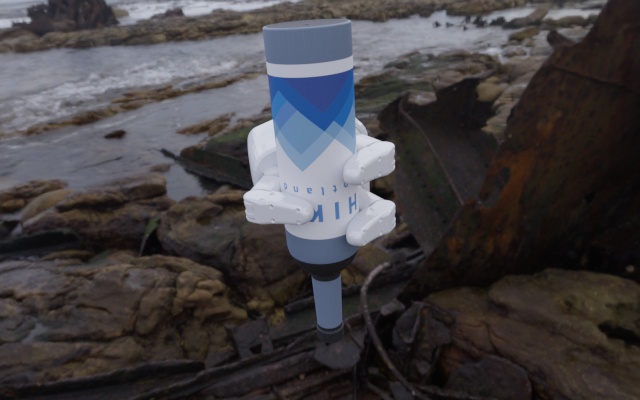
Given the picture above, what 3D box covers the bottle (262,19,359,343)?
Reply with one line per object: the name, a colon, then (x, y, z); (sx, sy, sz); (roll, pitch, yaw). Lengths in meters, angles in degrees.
bottle: (0.000, 0.001, 0.417); (0.069, 0.296, 0.069); (-4, 25, 2)
